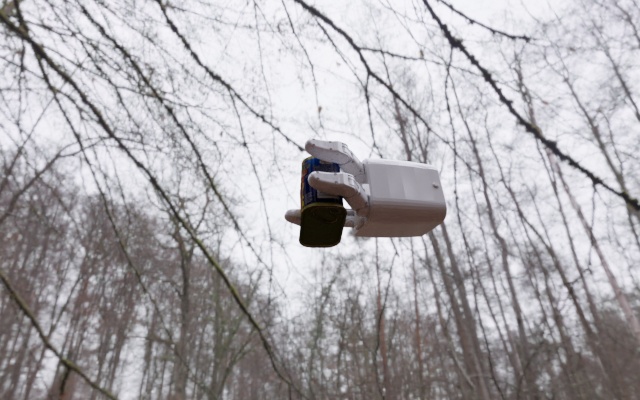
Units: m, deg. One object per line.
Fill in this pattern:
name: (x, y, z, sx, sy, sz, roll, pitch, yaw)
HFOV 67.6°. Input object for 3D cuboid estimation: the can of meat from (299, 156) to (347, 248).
can of meat: (0.000, 0.002, 0.637, 0.057, 0.084, 0.102, 1, -35, -5)
